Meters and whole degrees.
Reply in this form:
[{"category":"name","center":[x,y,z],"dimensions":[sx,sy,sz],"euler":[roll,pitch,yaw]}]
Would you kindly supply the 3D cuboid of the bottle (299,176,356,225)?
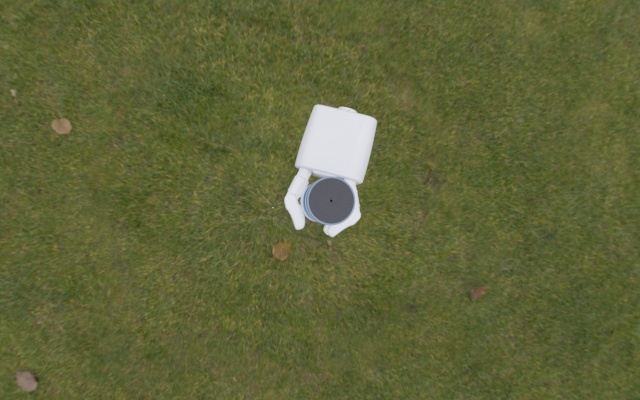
[{"category":"bottle","center":[0.000,0.003,0.787],"dimensions":[0.069,0.069,0.296],"euler":[0,-1,-6]}]
